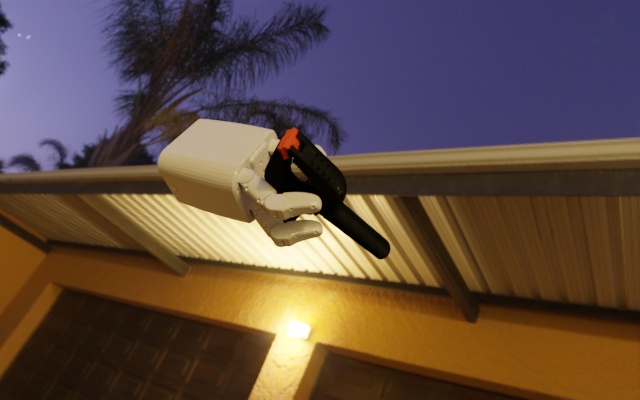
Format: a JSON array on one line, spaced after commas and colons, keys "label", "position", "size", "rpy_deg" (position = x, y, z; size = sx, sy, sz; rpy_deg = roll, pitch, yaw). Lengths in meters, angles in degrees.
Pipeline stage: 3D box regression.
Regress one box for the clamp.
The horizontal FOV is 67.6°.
[{"label": "clamp", "position": [0.000, 0.001, 0.551], "size": [0.164, 0.036, 0.210], "rpy_deg": [12, -32, 16]}]
